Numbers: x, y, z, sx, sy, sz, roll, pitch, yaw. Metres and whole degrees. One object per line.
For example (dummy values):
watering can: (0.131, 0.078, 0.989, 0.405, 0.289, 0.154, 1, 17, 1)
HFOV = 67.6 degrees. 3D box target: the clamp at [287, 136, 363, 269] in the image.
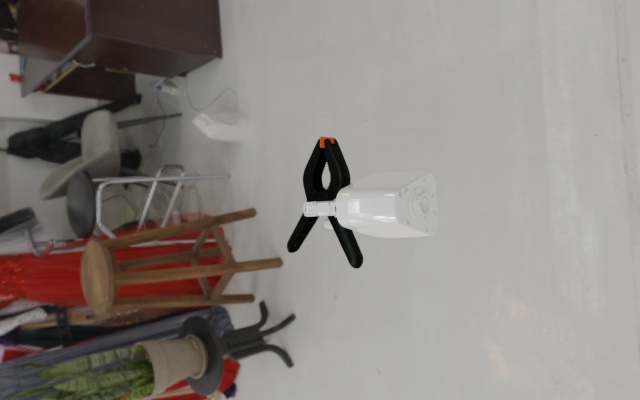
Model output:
clamp: (0.000, 0.002, 0.786, 0.164, 0.210, 0.036, -3, -1, 44)
